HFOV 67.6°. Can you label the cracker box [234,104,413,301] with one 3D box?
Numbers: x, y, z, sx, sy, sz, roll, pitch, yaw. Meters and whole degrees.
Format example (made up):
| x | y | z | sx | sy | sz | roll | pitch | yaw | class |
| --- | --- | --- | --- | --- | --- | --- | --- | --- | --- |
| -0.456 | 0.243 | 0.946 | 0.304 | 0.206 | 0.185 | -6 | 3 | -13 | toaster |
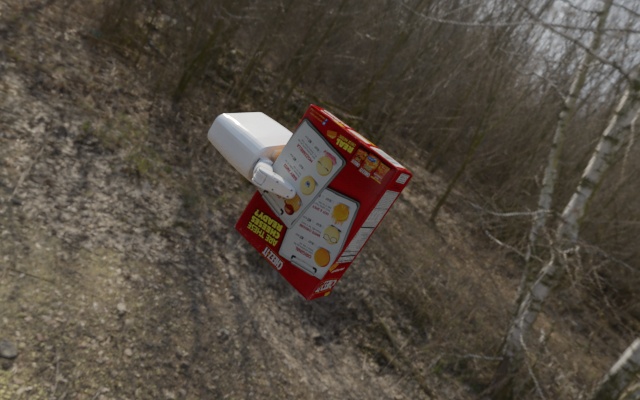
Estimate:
| x | y | z | sx | sy | sz | roll | pitch | yaw | class |
| --- | --- | --- | --- | --- | --- | --- | --- | --- | --- |
| 0.000 | 0.002 | 0.666 | 0.164 | 0.214 | 0.072 | 40 | 16 | 26 | cracker box |
